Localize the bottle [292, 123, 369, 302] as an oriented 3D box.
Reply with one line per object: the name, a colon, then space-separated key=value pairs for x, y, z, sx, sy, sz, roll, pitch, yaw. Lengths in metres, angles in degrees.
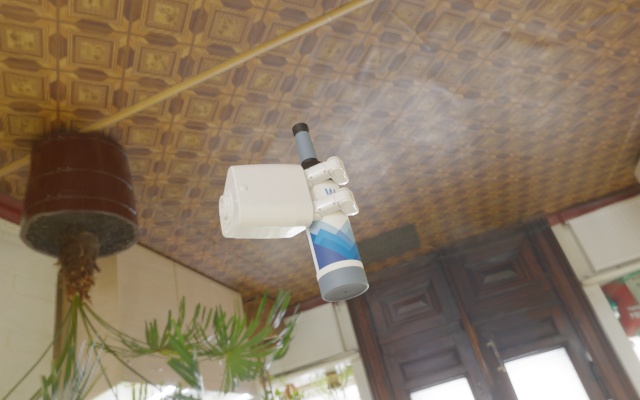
bottle: x=0.000 y=0.003 z=0.726 sx=0.069 sy=0.295 sz=0.069 roll=-12 pitch=-29 yaw=-7
